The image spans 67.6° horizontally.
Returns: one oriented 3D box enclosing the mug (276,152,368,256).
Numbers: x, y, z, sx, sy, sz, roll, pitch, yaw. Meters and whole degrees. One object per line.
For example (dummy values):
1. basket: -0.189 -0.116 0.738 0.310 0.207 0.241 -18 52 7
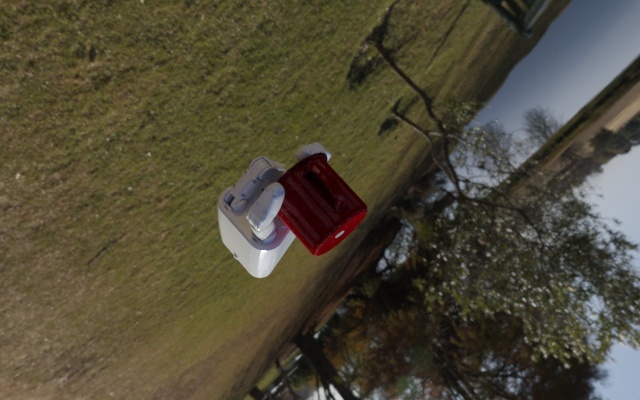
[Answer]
1. mug: 0.001 0.001 0.522 0.093 0.081 0.117 -35 -17 -25
